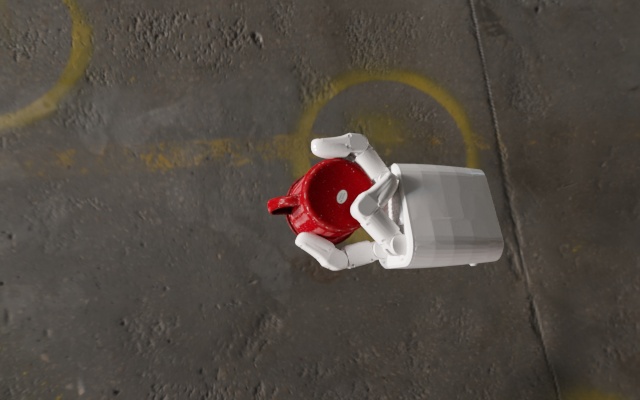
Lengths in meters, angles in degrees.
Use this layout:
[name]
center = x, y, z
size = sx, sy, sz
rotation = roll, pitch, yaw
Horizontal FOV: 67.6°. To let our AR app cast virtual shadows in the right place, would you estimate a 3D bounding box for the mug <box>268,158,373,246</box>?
[mug]
center = -0.001, 0.002, 0.531
size = 0.117, 0.093, 0.081
rotation = -1, -11, -13
